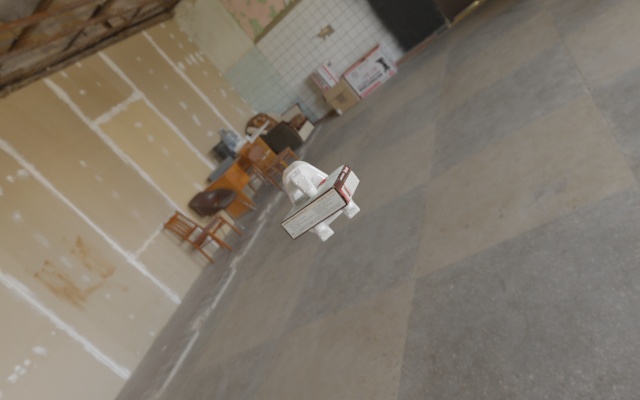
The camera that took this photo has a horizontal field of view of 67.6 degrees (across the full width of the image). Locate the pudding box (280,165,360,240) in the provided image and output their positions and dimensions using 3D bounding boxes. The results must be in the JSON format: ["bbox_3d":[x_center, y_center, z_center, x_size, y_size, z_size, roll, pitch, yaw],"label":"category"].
[{"bbox_3d":[0.000,0.002,0.728,0.113,0.039,0.090,-36,12,28],"label":"pudding box"}]
